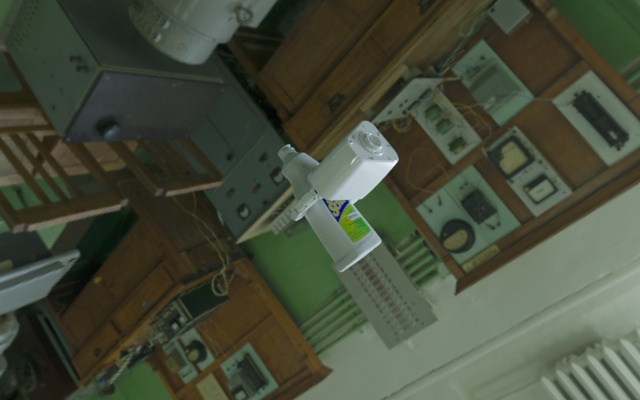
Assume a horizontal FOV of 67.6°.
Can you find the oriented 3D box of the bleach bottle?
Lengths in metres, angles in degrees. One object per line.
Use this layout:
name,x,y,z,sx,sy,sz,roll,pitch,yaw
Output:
bleach bottle,0.000,0.003,0.878,0.102,0.251,0.068,-25,-16,-49
